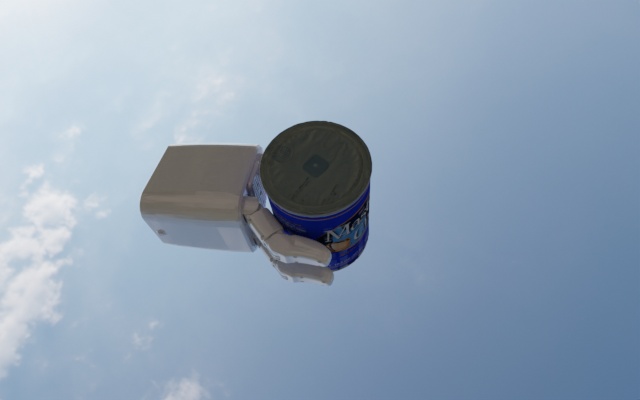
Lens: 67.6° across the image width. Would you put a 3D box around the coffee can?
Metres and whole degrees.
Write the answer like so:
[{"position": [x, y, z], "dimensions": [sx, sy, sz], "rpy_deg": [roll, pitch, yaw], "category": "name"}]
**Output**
[{"position": [0.000, 0.001, 0.492], "dimensions": [0.103, 0.102, 0.140], "rpy_deg": [0, -29, 5], "category": "coffee can"}]
